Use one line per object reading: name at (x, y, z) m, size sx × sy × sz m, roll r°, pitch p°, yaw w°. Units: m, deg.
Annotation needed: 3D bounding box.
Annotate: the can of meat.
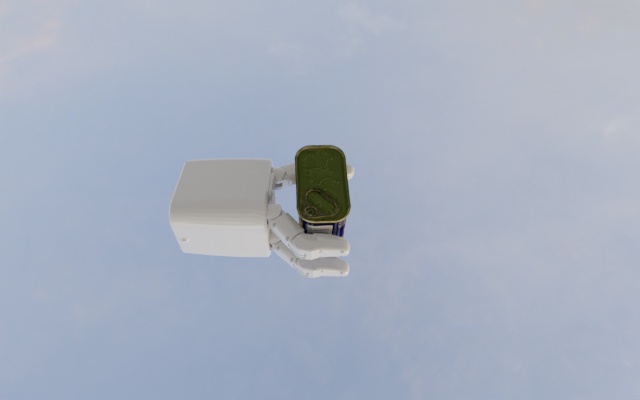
can of meat at (0.000, 0.002, 0.550) m, size 0.057 × 0.102 × 0.084 m, roll -2°, pitch -33°, yaw -4°
